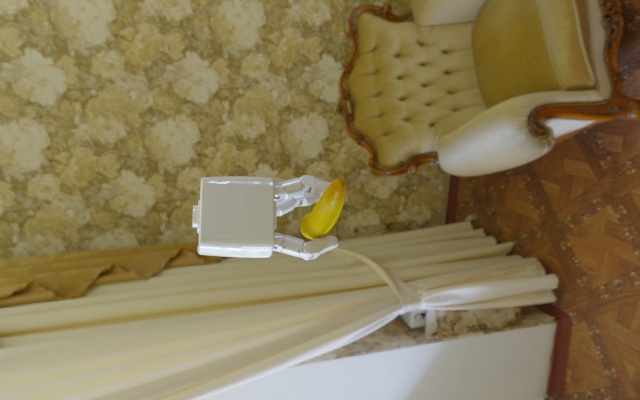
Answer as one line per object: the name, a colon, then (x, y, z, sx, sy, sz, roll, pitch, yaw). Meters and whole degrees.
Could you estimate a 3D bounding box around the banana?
banana: (-0.002, 0.021, 0.713, 0.037, 0.069, 0.198, 7, -12, -12)
